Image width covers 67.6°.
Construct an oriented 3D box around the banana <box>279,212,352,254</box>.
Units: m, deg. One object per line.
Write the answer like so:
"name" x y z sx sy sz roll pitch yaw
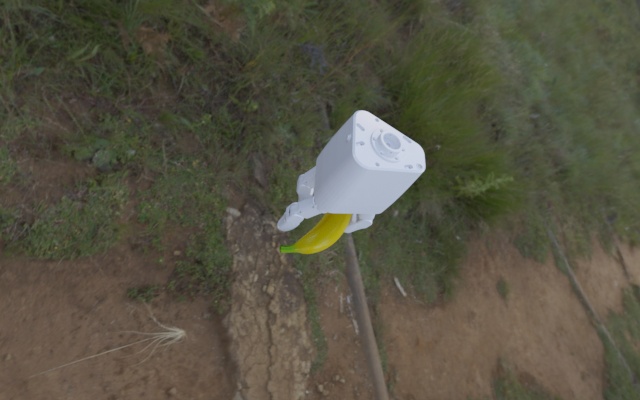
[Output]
"banana" 0.015 0.014 0.720 0.069 0.197 0.037 29 -38 6
